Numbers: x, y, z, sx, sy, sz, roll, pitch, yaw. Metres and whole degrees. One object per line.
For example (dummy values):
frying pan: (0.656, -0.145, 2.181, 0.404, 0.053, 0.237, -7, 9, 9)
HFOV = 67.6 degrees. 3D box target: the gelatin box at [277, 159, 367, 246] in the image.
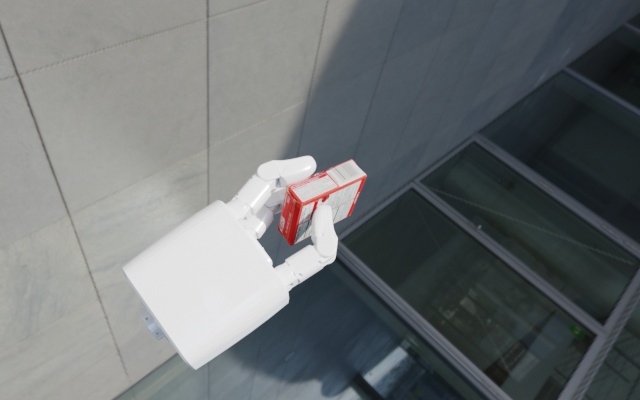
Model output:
gelatin box: (0.001, 0.002, 0.514, 0.089, 0.030, 0.073, -25, -28, -29)
